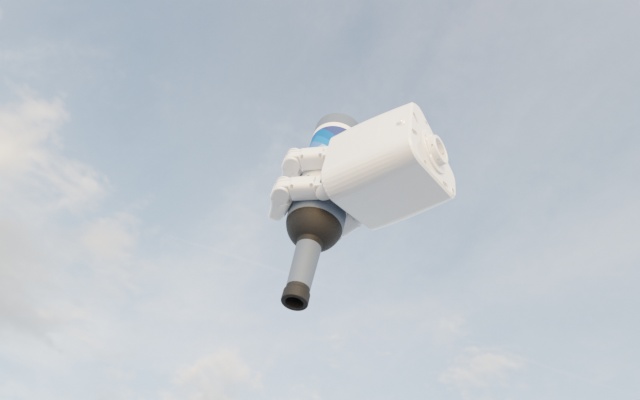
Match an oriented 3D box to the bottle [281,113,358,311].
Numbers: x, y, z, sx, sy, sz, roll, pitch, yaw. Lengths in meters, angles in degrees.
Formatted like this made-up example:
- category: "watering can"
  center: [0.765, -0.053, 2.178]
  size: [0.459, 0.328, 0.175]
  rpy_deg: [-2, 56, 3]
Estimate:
- category: "bottle"
  center: [0.000, 0.002, 0.570]
  size: [0.069, 0.069, 0.295]
  rpy_deg: [0, 42, 14]
